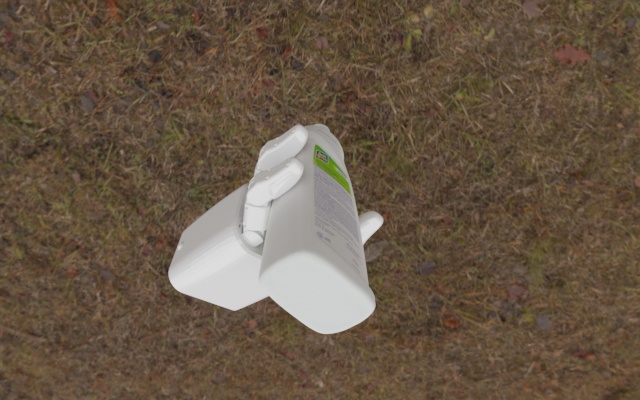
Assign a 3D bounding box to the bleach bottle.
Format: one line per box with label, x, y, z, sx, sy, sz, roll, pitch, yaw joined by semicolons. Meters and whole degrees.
bleach bottle;0.000;0.002;0.484;0.068;0.103;0.250;-33;30;24
